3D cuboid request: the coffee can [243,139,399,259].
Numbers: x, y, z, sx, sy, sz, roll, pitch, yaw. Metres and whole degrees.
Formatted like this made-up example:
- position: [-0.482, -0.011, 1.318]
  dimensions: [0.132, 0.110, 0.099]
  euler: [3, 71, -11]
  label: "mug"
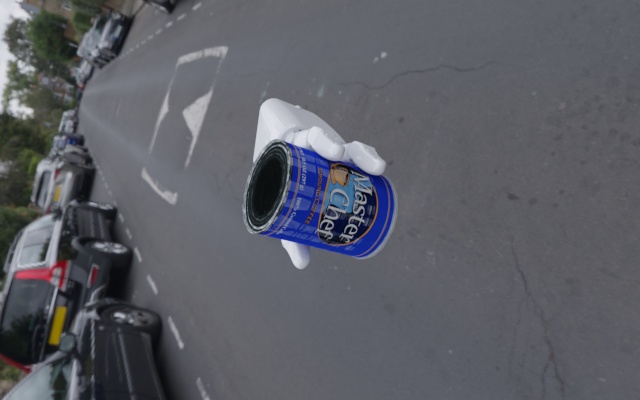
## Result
- position: [0.000, 0.002, 0.527]
  dimensions: [0.140, 0.103, 0.103]
  euler: [16, -9, -30]
  label: "coffee can"
